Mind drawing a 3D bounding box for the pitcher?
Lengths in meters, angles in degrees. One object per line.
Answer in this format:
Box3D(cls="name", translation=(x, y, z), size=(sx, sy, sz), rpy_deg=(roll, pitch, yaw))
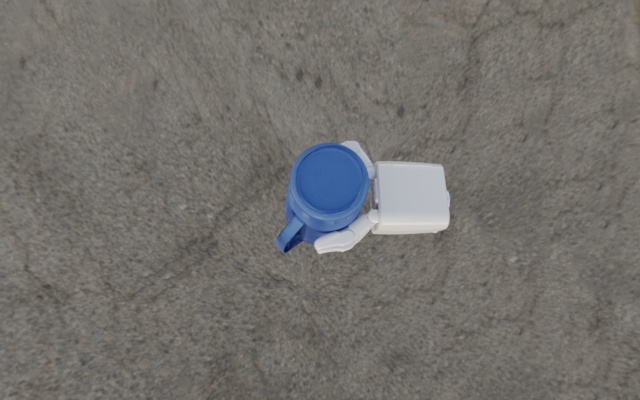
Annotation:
Box3D(cls="pitcher", translation=(0.000, 0.002, 0.745), size=(0.145, 0.149, 0.243), rpy_deg=(0, -10, -2))
